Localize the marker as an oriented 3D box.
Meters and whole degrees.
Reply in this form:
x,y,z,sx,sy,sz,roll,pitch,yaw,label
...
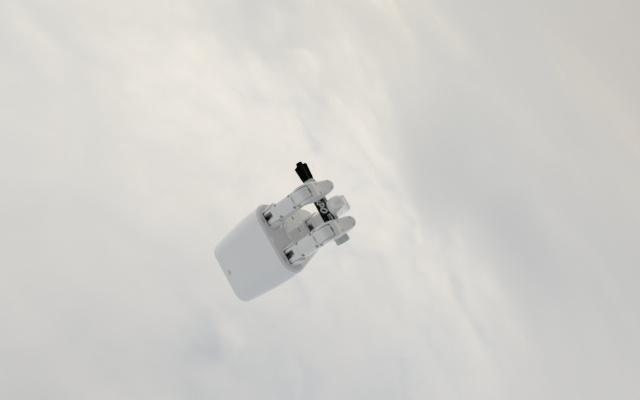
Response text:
x,y,z,sx,sy,sz,roll,pitch,yaw,label
0.000,0.002,0.617,0.020,0.121,0.020,-29,-11,-6,marker
